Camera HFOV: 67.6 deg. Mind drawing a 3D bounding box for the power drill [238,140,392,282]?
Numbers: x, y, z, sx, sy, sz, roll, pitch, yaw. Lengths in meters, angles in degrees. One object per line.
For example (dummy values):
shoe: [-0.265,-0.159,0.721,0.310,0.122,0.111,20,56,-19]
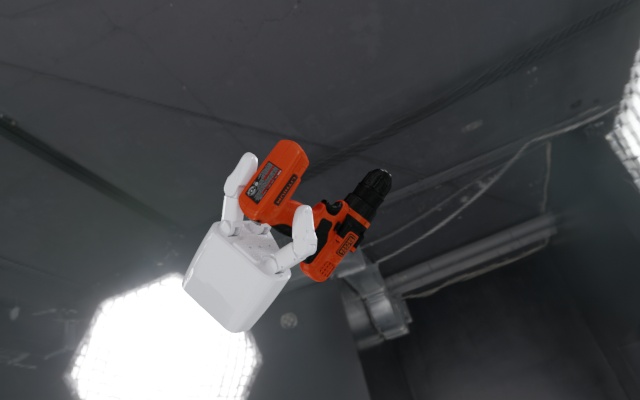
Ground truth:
power drill: [0.000,0.002,0.626,0.188,0.184,0.057,38,-4,-41]
